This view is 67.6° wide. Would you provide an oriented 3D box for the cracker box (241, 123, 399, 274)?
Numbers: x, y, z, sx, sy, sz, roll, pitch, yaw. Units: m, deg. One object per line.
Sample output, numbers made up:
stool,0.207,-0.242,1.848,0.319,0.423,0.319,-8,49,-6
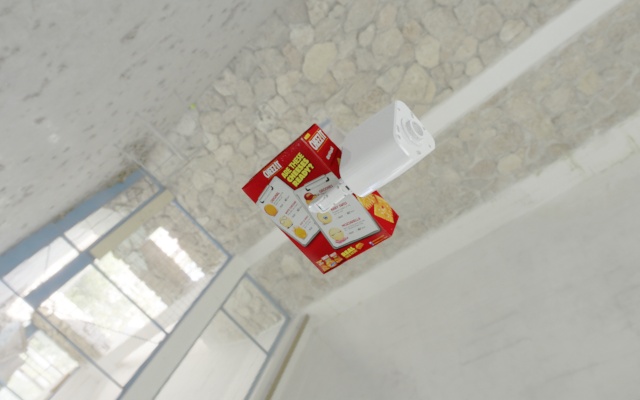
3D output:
cracker box,0.000,0.003,0.805,0.164,0.214,0.072,-35,13,36
